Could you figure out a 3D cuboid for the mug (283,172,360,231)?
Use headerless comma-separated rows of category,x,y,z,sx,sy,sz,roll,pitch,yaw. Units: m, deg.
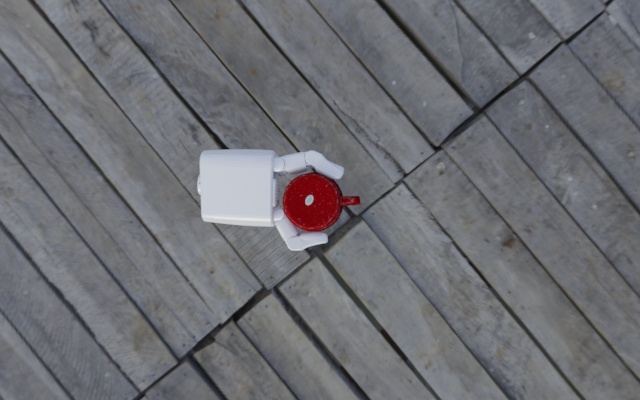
mug,0.002,0.002,0.704,0.117,0.093,0.081,1,-1,2
